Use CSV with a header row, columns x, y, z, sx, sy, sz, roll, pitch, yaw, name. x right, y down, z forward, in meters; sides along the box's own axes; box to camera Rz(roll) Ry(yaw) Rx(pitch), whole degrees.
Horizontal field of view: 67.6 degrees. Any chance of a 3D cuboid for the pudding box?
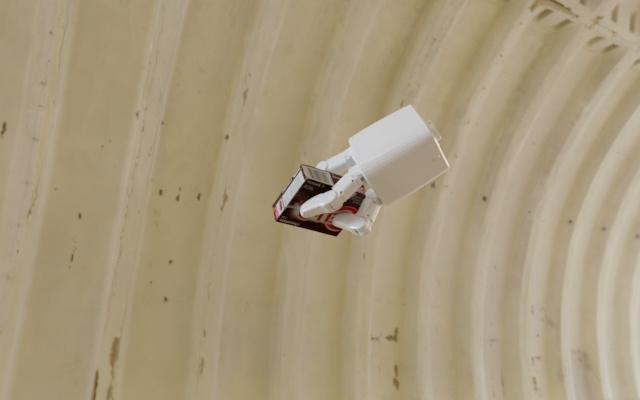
x,y,z,sx,sy,sz,roll,pitch,yaw,name
0.000,0.002,0.696,0.113,0.090,0.039,18,35,-30,pudding box
